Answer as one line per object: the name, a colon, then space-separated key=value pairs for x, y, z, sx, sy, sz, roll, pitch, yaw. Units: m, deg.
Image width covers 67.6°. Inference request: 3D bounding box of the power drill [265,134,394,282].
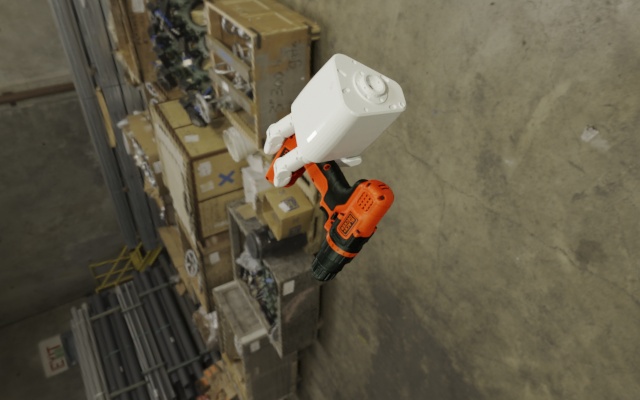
power drill: x=0.000 y=0.002 z=0.699 sx=0.187 sy=0.184 sz=0.057 roll=48 pitch=32 yaw=23
